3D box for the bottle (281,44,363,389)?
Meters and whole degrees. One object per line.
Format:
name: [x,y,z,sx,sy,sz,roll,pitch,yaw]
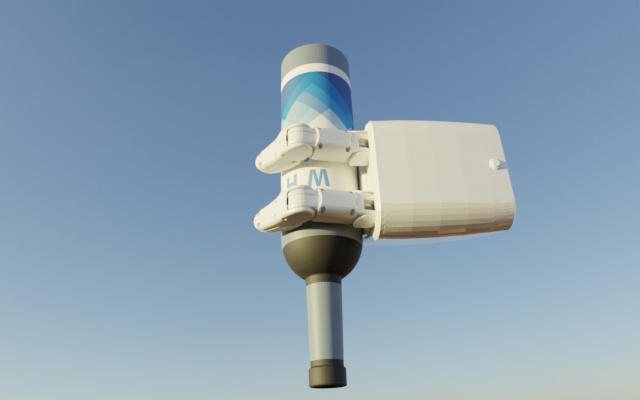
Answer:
bottle: [0.000,0.001,0.405,0.069,0.295,0.069,-2,-26,-1]
